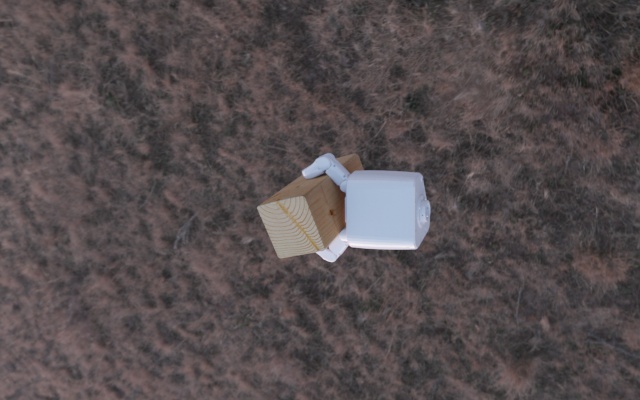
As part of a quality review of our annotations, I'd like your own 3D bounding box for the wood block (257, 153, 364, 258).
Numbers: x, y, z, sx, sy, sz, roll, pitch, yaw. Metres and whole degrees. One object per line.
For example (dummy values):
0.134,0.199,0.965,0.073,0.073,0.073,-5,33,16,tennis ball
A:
0.000,0.002,0.785,0.090,0.091,0.206,-13,15,31,wood block
